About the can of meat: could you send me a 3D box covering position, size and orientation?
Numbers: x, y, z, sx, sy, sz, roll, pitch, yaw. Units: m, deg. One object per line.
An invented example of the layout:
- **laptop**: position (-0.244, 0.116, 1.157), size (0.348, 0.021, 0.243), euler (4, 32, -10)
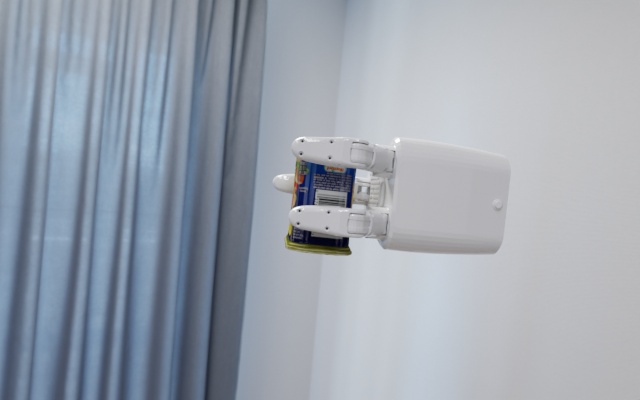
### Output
- **can of meat**: position (0.000, 0.001, 0.439), size (0.057, 0.084, 0.102), euler (6, 1, -5)
